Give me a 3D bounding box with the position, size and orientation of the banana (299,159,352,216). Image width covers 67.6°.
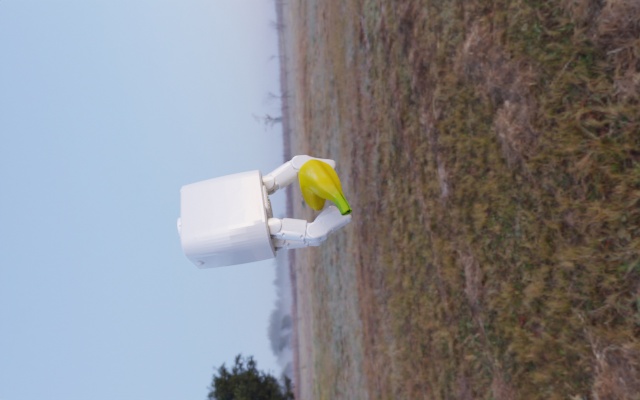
[{"bbox_3d":[-0.004,-0.016,0.586,0.037,0.069,0.198,-16,3,-7],"label":"banana"}]
